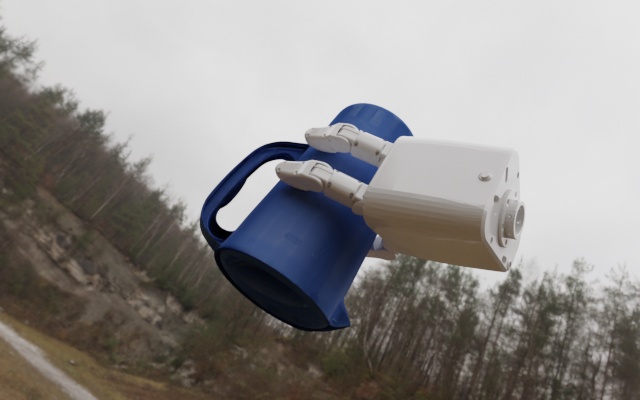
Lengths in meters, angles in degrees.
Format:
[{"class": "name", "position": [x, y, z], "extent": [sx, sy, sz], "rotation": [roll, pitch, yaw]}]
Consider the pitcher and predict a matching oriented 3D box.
[{"class": "pitcher", "position": [0.000, 0.002, 0.514], "extent": [0.145, 0.242, 0.149], "rotation": [9, -38, 38]}]
